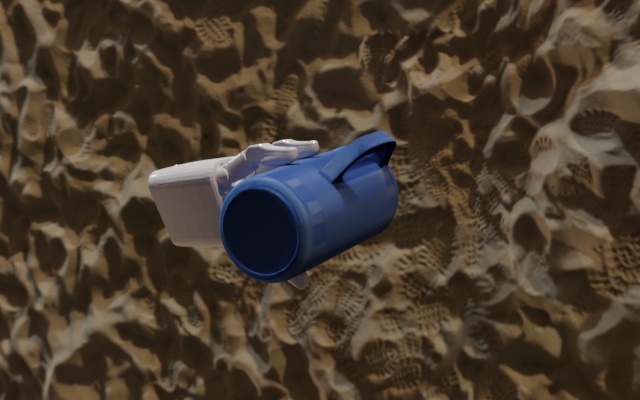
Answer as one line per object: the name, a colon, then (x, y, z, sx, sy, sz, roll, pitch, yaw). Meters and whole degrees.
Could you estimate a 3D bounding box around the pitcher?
pitcher: (0.000, 0.002, 0.560, 0.145, 0.149, 0.243, -2, 9, 26)
